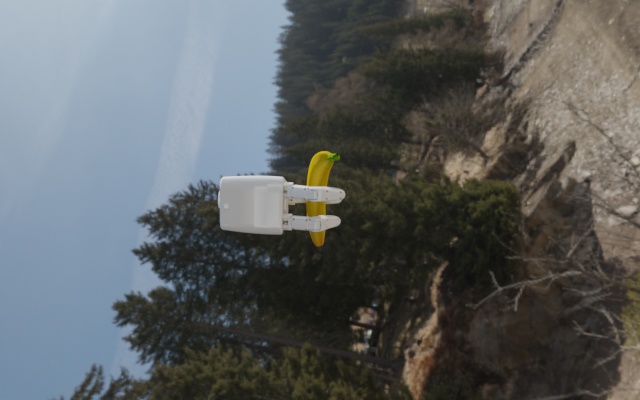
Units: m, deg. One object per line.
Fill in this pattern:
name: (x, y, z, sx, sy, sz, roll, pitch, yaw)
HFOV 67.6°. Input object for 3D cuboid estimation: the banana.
banana: (-0.003, -0.011, 0.839, 0.037, 0.198, 0.069, -2, 37, -13)
